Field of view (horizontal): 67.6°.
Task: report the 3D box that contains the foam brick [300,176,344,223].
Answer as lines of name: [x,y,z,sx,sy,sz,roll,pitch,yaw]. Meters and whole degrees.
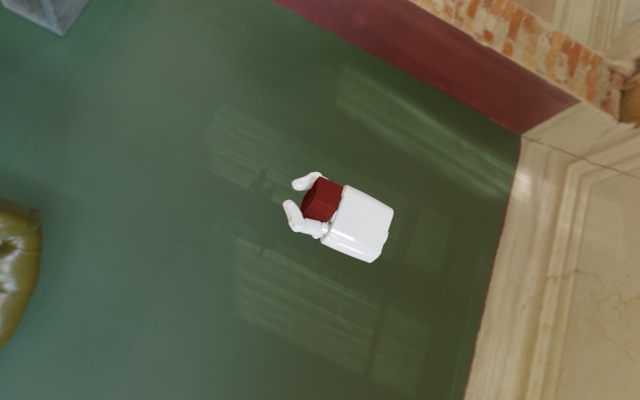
foam brick: [0.000,0.003,0.867,0.051,0.053,0.078,25,-36,-11]
